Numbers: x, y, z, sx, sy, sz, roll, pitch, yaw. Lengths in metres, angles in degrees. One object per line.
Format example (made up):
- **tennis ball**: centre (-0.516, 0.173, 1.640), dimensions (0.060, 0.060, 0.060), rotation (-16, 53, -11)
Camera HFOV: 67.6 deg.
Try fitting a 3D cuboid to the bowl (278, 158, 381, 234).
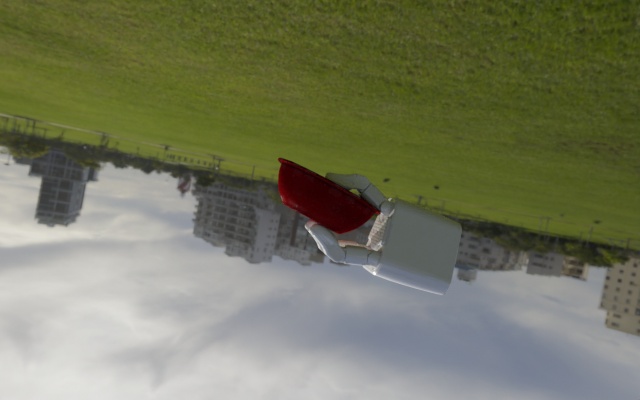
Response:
- **bowl**: centre (-0.001, 0.002, 0.664), dimensions (0.162, 0.055, 0.162), rotation (29, -2, 1)
